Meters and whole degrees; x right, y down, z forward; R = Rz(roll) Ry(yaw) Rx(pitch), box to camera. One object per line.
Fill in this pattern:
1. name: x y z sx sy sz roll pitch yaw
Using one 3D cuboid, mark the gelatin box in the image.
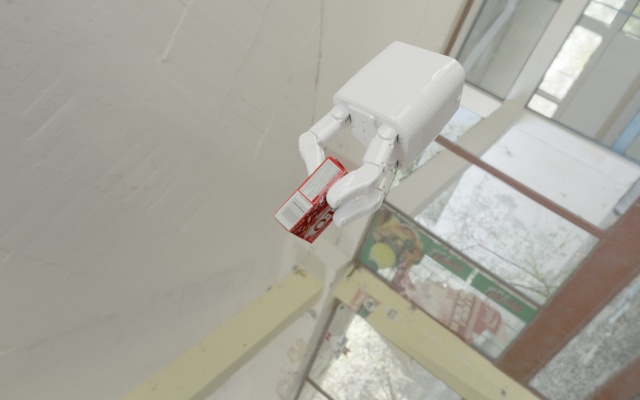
1. gelatin box: 0.000 0.002 0.521 0.030 0.089 0.073 44 2 23
